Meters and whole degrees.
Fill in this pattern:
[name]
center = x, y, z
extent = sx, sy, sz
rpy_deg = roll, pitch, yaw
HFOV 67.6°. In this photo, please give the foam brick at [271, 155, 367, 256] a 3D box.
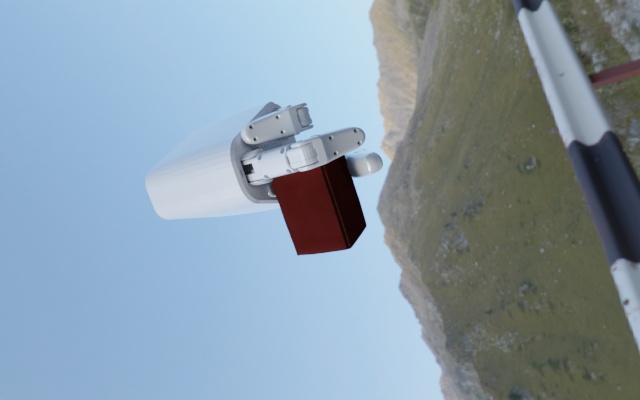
[foam brick]
center = 0.000, 0.002, 0.416
extent = 0.051, 0.078, 0.053
rpy_deg = -14, 11, 26
